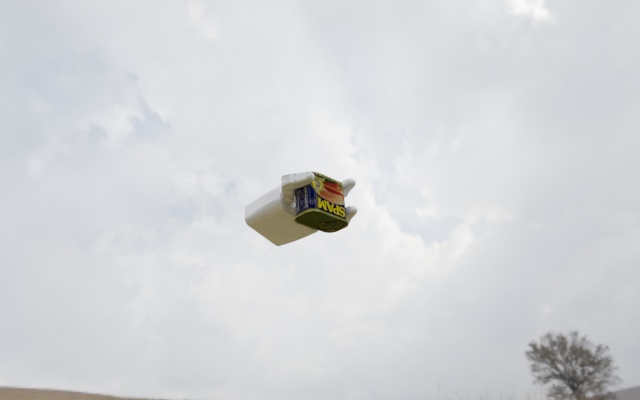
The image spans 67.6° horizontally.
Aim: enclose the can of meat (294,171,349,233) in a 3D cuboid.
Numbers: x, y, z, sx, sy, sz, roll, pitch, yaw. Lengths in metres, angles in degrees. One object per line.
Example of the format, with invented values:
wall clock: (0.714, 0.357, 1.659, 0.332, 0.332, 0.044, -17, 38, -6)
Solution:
can of meat: (0.000, 0.002, 0.861, 0.102, 0.084, 0.057, 22, -37, -39)
